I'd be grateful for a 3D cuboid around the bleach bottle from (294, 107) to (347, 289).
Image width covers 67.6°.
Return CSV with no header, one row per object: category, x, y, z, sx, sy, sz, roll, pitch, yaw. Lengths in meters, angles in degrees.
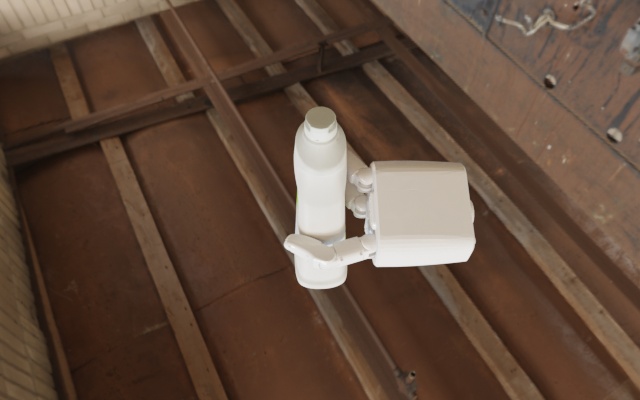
bleach bottle,0.000,0.002,0.537,0.068,0.102,0.251,-3,-34,-3
